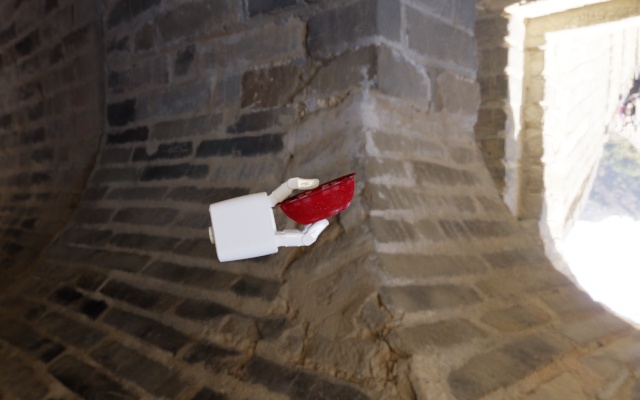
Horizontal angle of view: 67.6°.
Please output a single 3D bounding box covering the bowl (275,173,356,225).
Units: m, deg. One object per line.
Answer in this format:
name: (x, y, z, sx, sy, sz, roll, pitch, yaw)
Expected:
bowl: (0.002, 0.003, 0.879, 0.162, 0.055, 0.162, -22, 4, 2)
